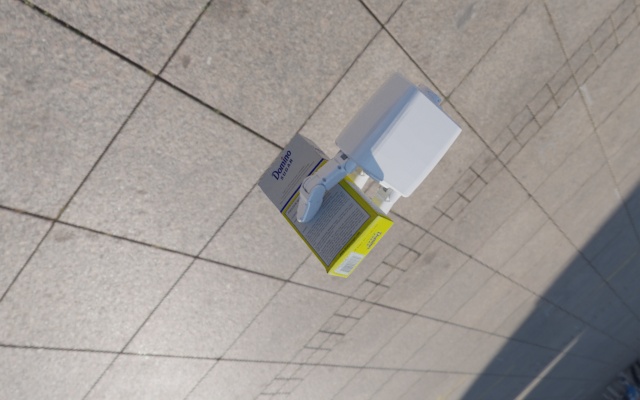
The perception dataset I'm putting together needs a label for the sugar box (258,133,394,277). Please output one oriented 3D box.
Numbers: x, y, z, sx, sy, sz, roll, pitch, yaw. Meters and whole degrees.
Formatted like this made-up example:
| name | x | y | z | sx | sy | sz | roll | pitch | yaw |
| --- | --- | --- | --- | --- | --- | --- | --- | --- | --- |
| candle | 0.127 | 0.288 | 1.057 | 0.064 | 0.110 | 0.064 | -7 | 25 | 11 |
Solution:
| name | x | y | z | sx | sy | sz | roll | pitch | yaw |
| --- | --- | --- | --- | --- | --- | --- | --- | --- | --- |
| sugar box | 0.001 | 0.002 | 0.599 | 0.048 | 0.093 | 0.176 | 24 | 20 | -50 |
